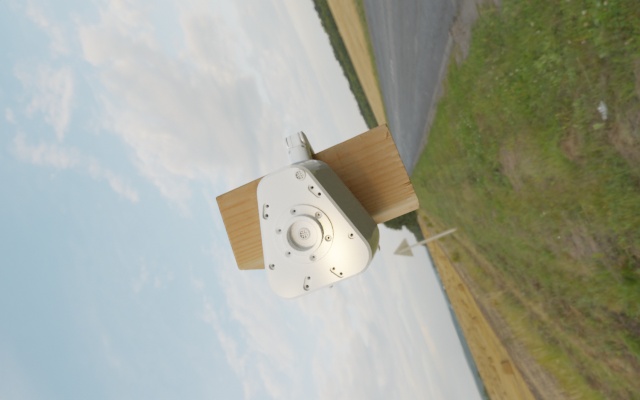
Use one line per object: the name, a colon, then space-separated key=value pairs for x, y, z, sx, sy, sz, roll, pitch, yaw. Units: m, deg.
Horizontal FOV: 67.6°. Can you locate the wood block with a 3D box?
wood block: x=0.000 y=0.002 z=0.550 sx=0.206 sy=0.091 sz=0.090 roll=-22 pitch=-11 yaw=9
